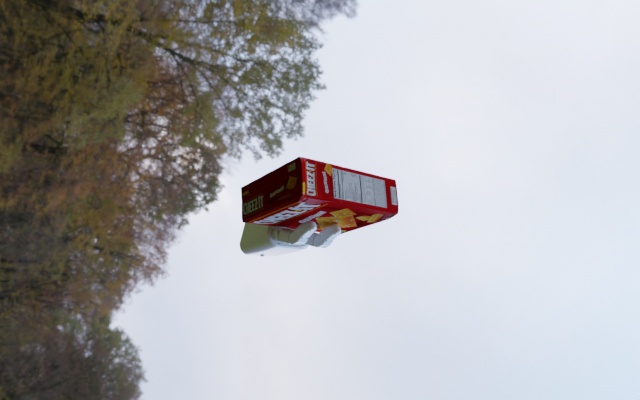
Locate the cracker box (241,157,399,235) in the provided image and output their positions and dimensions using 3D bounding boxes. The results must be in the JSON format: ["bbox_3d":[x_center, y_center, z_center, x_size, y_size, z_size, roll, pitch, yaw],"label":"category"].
[{"bbox_3d":[0.000,0.002,0.802,0.214,0.072,0.164,10,-22,-39],"label":"cracker box"}]
